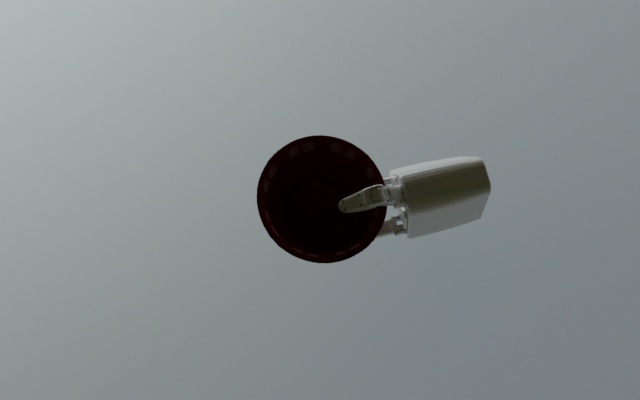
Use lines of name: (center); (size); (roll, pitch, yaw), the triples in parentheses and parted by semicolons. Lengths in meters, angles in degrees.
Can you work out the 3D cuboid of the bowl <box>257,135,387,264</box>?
bowl: (-0.001, 0.002, 0.608); (0.162, 0.162, 0.055); (0, -14, -8)
